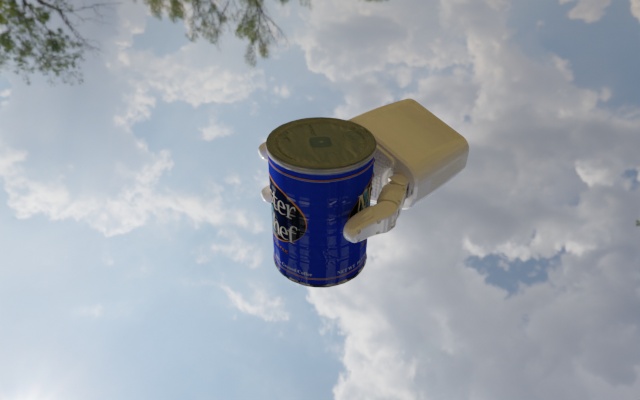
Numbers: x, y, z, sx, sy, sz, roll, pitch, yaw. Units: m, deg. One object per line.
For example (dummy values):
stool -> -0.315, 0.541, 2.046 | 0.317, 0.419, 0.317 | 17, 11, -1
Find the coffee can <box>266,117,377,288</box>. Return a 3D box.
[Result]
coffee can -> 0.000, 0.002, 0.481 | 0.103, 0.140, 0.102 | 0, 35, 0
